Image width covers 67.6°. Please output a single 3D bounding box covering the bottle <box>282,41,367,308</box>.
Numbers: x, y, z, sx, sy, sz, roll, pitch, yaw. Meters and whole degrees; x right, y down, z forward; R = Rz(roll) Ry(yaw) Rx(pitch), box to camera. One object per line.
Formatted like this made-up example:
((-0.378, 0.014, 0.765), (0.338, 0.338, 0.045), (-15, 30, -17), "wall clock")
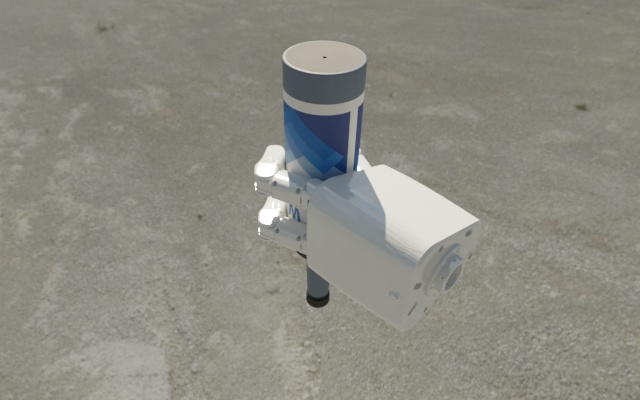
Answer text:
((0.000, 0.001, 0.464), (0.069, 0.296, 0.069), (1, 40, -1), "bottle")
